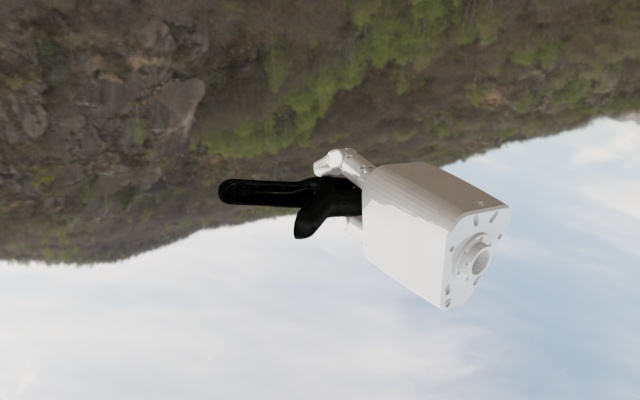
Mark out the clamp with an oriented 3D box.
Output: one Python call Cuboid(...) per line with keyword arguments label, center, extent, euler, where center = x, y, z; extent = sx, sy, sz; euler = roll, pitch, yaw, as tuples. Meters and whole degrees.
Cuboid(label="clamp", center=(0.000, 0.002, 0.471), extent=(0.171, 0.039, 0.120), euler=(-7, 28, -37))
